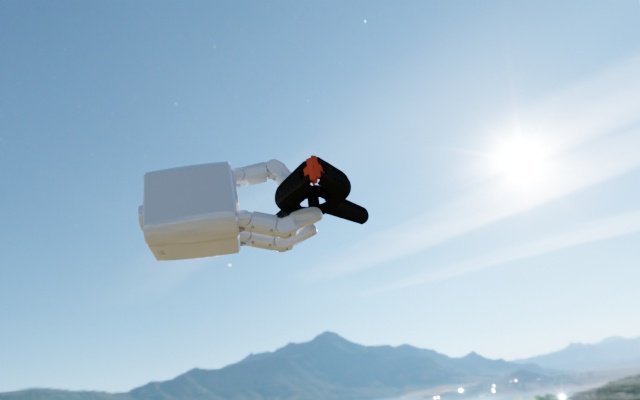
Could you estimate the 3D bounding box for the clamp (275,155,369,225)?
[{"bbox_3d":[0.000,0.001,0.617,0.164,0.036,0.210,-10,-22,-12],"label":"clamp"}]
